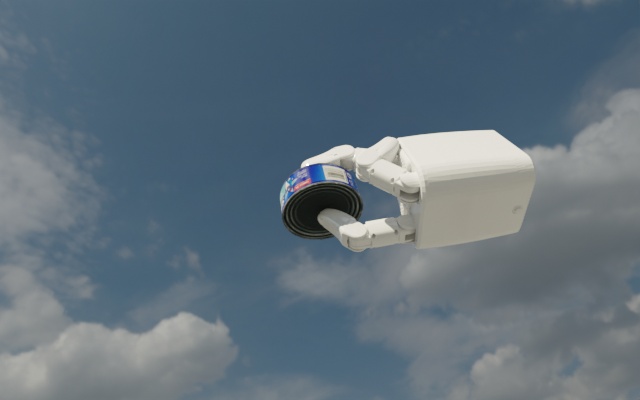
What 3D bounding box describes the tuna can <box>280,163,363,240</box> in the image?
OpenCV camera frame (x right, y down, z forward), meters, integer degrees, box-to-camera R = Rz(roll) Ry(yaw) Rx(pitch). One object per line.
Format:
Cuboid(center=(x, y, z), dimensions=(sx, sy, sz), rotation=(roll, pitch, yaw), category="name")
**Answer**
Cuboid(center=(0.000, 0.001, 0.508), dimensions=(0.086, 0.033, 0.086), rotation=(-7, -44, -7), category="tuna can")
